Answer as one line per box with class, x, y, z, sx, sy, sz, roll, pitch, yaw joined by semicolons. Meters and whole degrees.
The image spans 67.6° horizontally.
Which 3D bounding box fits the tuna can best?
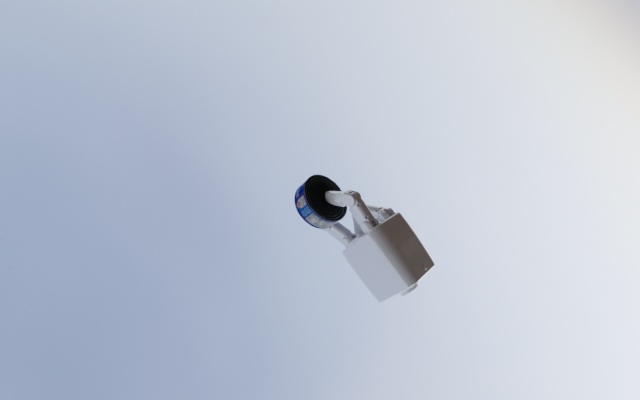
tuna can;0.000;0.003;0.783;0.086;0.086;0.034;0;-28;-41
